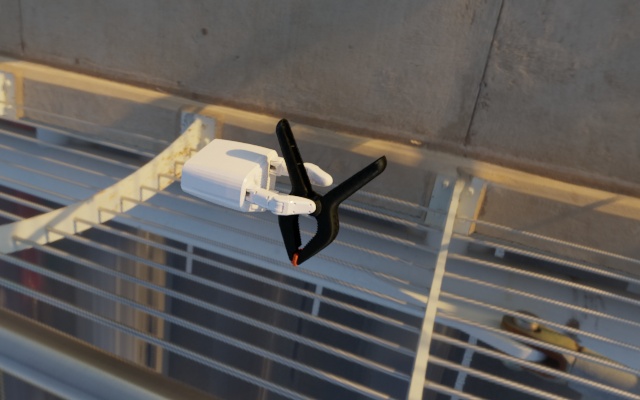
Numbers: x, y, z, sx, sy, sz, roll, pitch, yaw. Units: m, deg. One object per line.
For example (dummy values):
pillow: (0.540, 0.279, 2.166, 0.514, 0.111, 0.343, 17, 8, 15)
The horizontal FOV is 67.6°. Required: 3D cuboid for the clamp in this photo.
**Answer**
clamp: (-0.001, 0.003, 0.680, 0.164, 0.210, 0.036, 16, 21, 18)
